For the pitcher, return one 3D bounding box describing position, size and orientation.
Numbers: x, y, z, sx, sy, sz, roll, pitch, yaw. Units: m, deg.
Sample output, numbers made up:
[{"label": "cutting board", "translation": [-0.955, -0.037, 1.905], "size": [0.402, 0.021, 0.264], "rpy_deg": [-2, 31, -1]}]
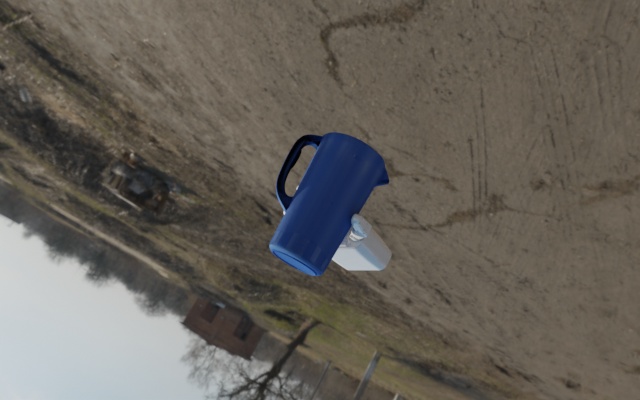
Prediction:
[{"label": "pitcher", "translation": [0.000, 0.003, 0.865], "size": [0.149, 0.242, 0.145], "rpy_deg": [13, -23, 43]}]
